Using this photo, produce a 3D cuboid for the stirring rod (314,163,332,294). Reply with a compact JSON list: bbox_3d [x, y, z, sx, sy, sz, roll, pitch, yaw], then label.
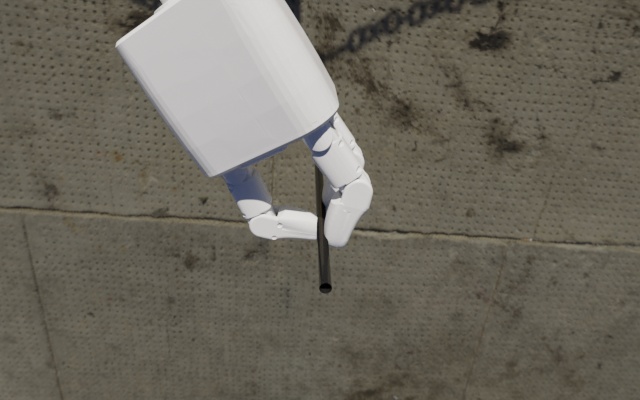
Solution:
[{"bbox_3d":[0.000,0.001,0.403,0.011,0.011,0.239,0,26,-2],"label":"stirring rod"}]
